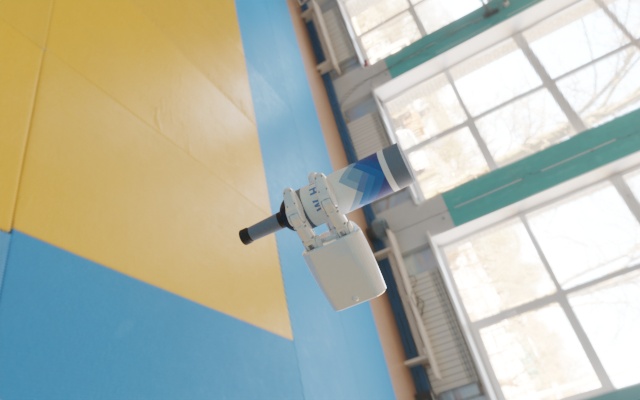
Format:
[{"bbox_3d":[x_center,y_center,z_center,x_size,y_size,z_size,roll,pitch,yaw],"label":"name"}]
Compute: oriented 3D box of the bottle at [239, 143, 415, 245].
[{"bbox_3d":[0.000,0.002,0.755,0.296,0.069,0.069,-25,-7,15],"label":"bottle"}]
